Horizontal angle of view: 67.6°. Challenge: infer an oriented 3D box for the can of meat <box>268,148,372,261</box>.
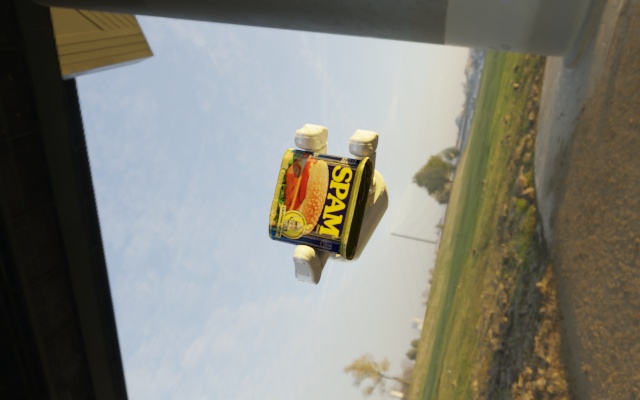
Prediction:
[{"bbox_3d":[0.000,0.002,0.484,0.084,0.102,0.057,11,-7,16],"label":"can of meat"}]
